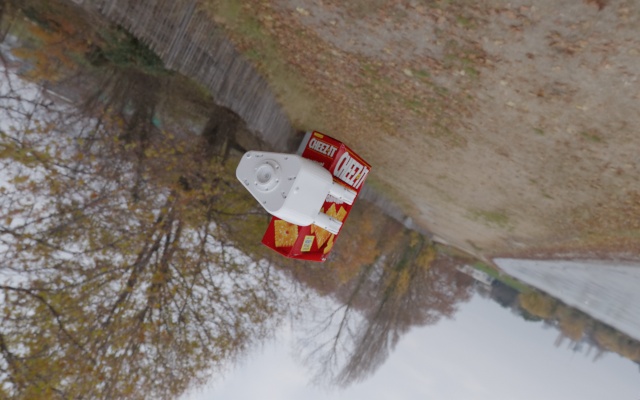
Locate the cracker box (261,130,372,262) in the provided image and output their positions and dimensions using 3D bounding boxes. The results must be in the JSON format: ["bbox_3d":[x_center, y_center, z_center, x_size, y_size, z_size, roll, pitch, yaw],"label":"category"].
[{"bbox_3d":[0.000,0.003,0.868,0.072,0.213,0.164,27,1,25],"label":"cracker box"}]
